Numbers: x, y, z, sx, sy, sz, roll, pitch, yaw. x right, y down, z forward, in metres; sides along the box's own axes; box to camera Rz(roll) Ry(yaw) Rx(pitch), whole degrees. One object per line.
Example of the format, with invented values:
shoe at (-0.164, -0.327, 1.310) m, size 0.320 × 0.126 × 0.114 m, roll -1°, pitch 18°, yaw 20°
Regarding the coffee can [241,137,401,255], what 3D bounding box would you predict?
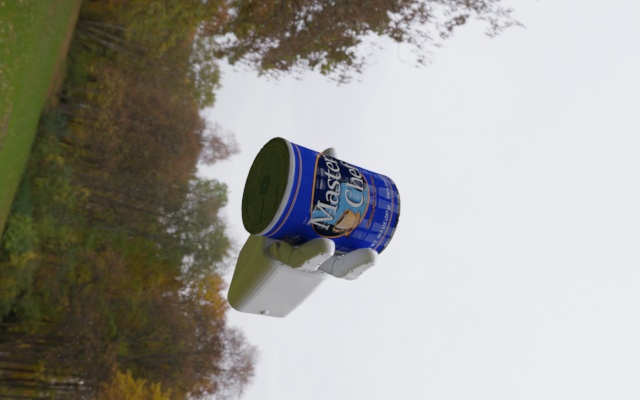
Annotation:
coffee can at (0.000, 0.001, 0.515) m, size 0.140 × 0.103 × 0.103 m, roll 17°, pitch -9°, yaw -30°
